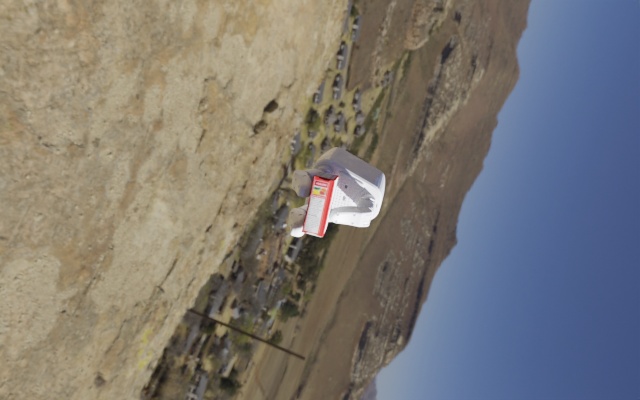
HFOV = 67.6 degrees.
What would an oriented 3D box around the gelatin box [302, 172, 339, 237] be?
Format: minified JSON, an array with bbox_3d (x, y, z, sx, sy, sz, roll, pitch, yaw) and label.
[{"bbox_3d":[0.001,0.002,0.624,0.030,0.073,0.089,13,8,3],"label":"gelatin box"}]
